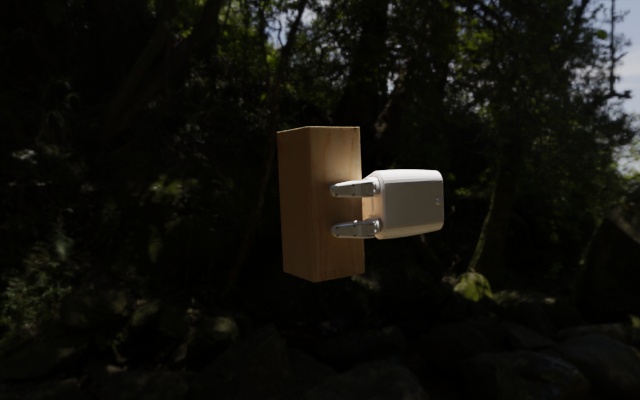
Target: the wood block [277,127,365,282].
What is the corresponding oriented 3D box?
[{"bbox_3d":[0.000,0.002,0.686,0.090,0.206,0.091,-5,5,-32],"label":"wood block"}]
